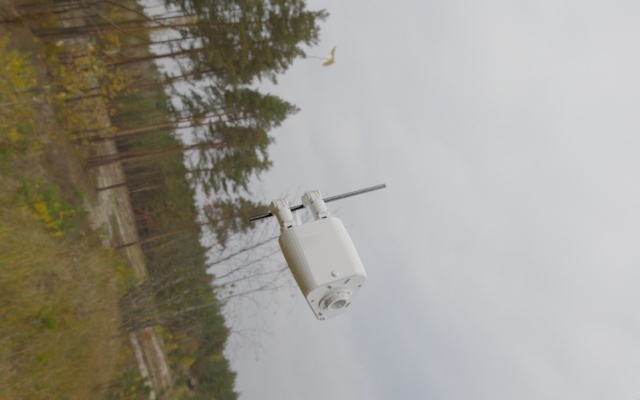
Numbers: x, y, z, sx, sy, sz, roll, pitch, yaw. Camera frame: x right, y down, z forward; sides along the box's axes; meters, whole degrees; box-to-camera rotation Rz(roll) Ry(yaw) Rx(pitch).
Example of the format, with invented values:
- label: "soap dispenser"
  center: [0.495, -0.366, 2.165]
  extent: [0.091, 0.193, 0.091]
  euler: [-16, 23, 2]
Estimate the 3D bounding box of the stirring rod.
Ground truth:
- label: "stirring rod"
  center: [0.000, 0.003, 0.792]
  extent: [0.239, 0.011, 0.011]
  euler: [-14, 4, -17]
